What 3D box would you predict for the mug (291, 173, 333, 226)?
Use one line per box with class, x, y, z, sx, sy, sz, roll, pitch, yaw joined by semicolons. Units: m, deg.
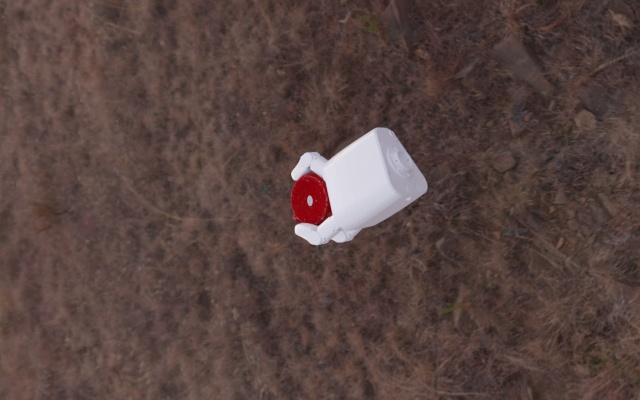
mug;-0.001;0.003;0.767;0.081;0.093;0.117;-6;-23;-48
